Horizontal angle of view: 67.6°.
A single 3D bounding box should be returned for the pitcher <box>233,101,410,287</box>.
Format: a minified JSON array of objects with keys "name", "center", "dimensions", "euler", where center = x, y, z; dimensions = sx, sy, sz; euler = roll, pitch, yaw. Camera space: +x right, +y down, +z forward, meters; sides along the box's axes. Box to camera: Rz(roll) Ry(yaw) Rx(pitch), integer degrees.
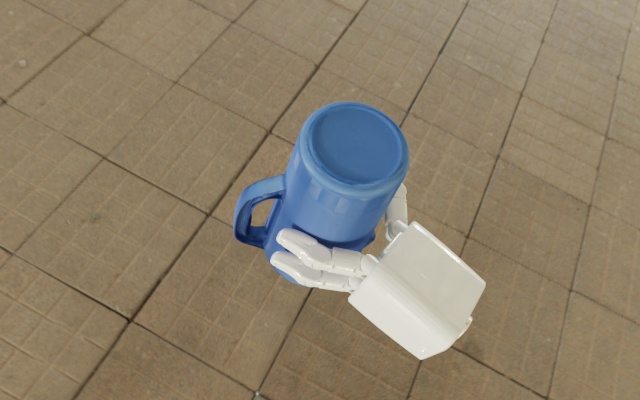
[{"name":"pitcher","center":[0.000,0.002,0.541],"dimensions":[0.149,0.145,0.243],"euler":[-43,-12,-27]}]
